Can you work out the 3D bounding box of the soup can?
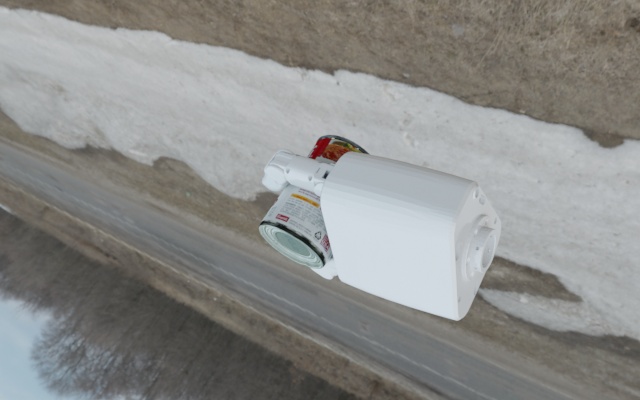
[{"bbox_3d":[-0.001,0.001,0.427,0.068,0.102,0.068,27,-23,13],"label":"soup can"}]
